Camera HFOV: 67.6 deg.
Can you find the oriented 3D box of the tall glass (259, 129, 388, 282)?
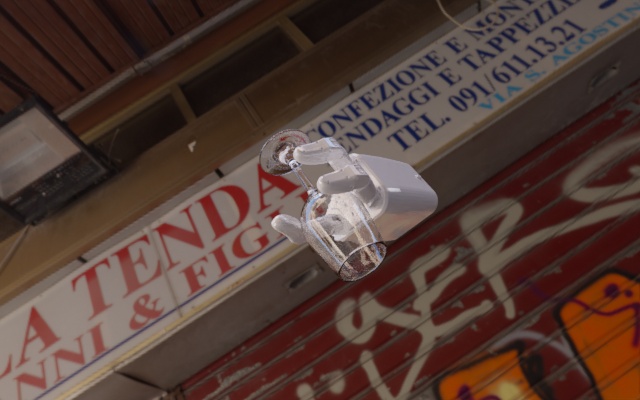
[{"bbox_3d":[0.000,0.001,0.570,0.079,0.079,0.201,0,41,-38],"label":"tall glass"}]
